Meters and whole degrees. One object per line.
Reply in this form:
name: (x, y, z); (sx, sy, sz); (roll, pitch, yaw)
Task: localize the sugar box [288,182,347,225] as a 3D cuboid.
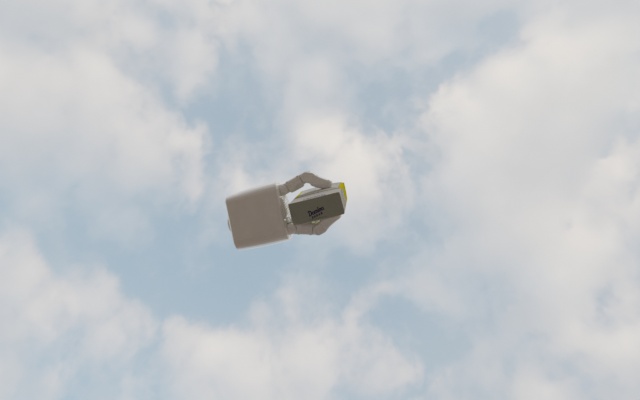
sugar box: (0.000, 0.003, 0.885); (0.093, 0.048, 0.176); (-13, 9, 7)
